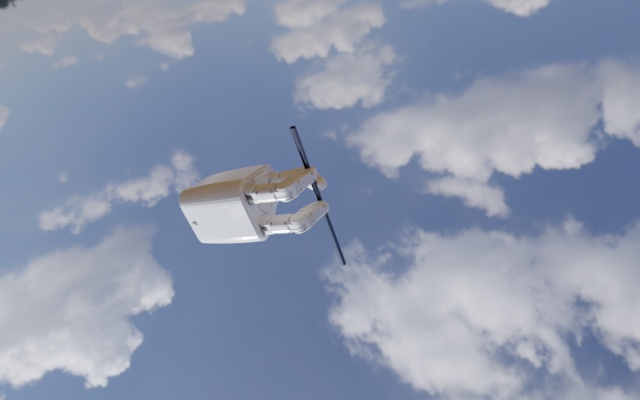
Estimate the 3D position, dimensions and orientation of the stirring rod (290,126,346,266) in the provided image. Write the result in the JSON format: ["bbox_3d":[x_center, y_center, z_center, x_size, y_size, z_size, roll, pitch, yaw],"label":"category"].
[{"bbox_3d":[0.000,0.002,0.675,0.011,0.240,0.011,-15,32,9],"label":"stirring rod"}]
